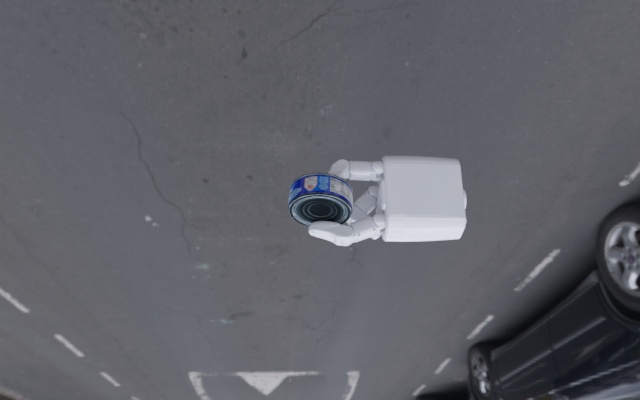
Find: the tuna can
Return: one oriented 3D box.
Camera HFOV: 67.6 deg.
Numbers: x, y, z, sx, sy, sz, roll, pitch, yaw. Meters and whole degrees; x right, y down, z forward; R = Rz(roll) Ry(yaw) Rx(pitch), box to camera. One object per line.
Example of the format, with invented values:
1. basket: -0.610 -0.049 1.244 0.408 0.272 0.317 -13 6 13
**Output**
1. tuna can: 0.000 0.003 0.629 0.086 0.033 0.086 2 -34 2
